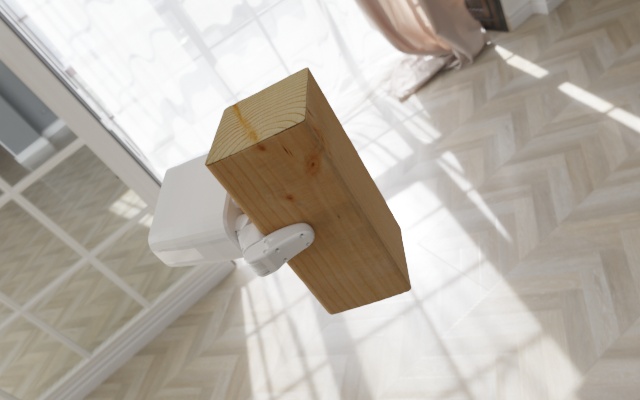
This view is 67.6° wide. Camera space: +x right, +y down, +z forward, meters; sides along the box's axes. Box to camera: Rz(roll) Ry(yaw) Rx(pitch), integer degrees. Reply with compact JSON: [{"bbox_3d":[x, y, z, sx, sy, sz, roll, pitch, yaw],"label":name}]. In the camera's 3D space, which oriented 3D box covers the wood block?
[{"bbox_3d":[0.000,0.002,0.435,0.090,0.206,0.090,-22,36,19],"label":"wood block"}]
